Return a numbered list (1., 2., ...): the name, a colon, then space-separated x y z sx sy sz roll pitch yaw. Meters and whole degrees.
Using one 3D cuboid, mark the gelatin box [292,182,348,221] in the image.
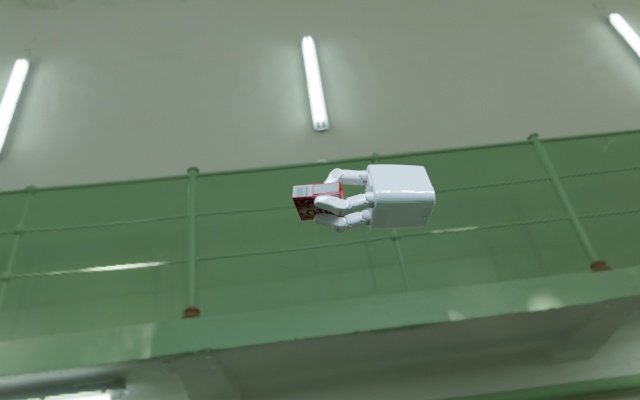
1. gelatin box: 0.000 0.002 0.857 0.089 0.030 0.073 -4 -36 10
